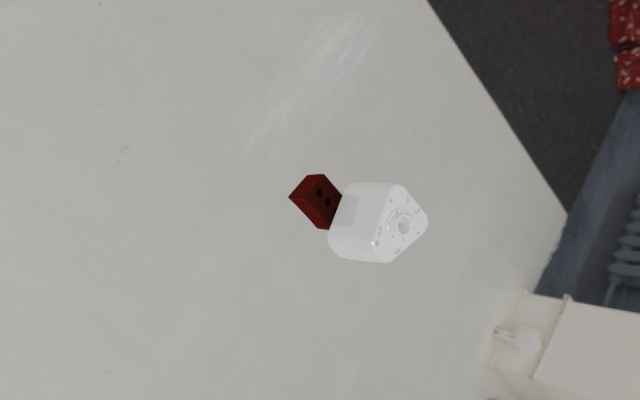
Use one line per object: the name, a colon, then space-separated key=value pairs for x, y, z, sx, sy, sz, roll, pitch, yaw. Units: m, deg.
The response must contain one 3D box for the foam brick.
foam brick: x=0.000 y=0.002 z=0.752 sx=0.078 sy=0.053 sz=0.051 roll=47 pitch=-23 yaw=-24
